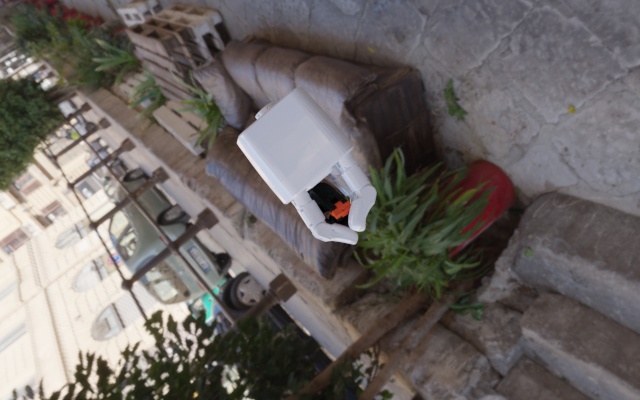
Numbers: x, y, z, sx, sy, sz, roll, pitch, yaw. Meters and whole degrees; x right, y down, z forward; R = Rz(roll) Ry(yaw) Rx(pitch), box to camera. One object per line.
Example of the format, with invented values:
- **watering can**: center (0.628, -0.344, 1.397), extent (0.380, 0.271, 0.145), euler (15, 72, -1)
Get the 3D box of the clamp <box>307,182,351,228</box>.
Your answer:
- **clamp**: center (0.000, 0.003, 0.695), extent (0.039, 0.120, 0.171), euler (-40, 3, -15)
